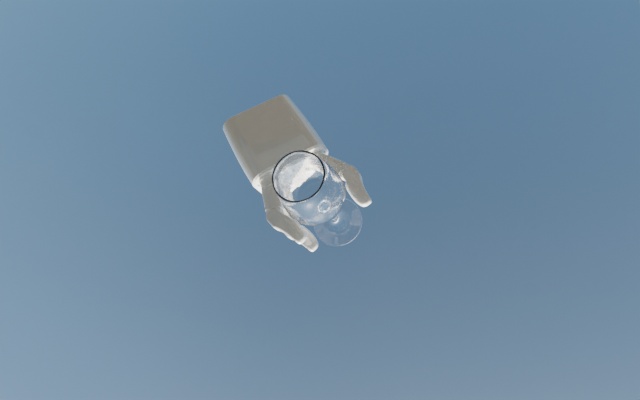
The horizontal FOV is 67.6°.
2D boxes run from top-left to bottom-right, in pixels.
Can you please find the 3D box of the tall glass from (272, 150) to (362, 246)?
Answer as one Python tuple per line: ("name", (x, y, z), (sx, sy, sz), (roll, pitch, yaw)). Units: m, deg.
("tall glass", (0.000, 0.002, 0.617), (0.079, 0.079, 0.201), (0, -17, 15))
